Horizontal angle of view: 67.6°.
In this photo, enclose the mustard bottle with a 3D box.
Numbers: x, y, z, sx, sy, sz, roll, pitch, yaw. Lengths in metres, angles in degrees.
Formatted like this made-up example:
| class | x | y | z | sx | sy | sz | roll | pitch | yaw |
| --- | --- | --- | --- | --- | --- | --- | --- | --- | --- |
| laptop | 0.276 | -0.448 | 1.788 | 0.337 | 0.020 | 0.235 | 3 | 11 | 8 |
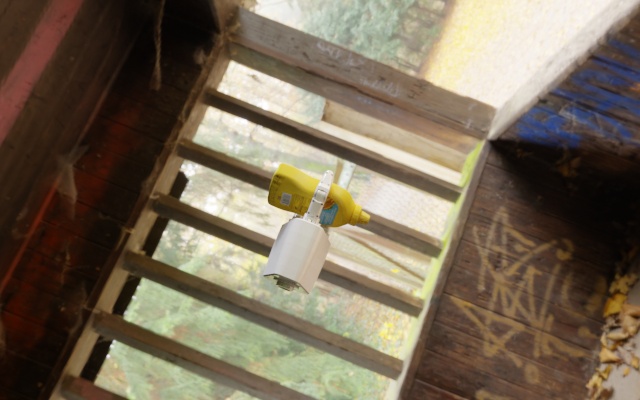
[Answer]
| class | x | y | z | sx | sy | sz | roll | pitch | yaw |
| --- | --- | --- | --- | --- | --- | --- | --- | --- | --- |
| mustard bottle | 0.000 | 0.003 | 0.889 | 0.191 | 0.058 | 0.096 | 22 | -43 | 2 |
